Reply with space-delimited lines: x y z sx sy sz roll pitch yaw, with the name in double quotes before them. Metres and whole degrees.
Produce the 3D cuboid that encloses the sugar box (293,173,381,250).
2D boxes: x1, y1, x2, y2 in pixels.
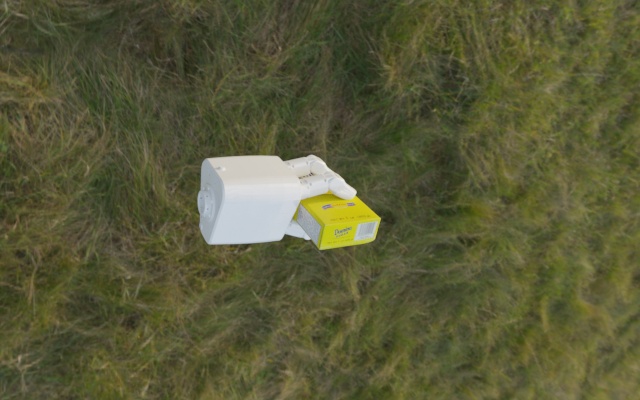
"sugar box" 0.000 0.002 0.702 0.093 0.048 0.176 -5 34 -30
